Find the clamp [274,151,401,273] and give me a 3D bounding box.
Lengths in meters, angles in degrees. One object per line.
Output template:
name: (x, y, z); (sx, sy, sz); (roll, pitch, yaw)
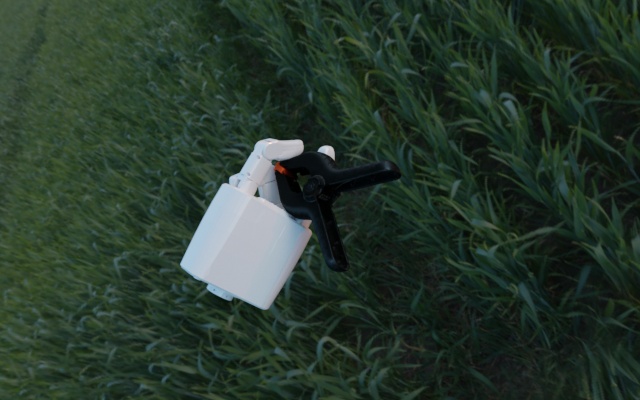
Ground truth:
clamp: (0.000, 0.001, 0.515); (0.039, 0.120, 0.171); (35, -11, -39)
